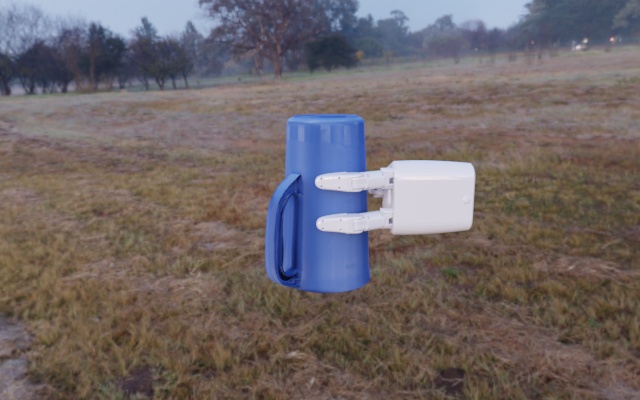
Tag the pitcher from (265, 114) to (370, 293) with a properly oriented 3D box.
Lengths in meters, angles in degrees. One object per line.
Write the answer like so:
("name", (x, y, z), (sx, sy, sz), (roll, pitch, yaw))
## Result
("pitcher", (0.000, 0.002, 0.678), (0.145, 0.243, 0.149), (0, 12, 1))
